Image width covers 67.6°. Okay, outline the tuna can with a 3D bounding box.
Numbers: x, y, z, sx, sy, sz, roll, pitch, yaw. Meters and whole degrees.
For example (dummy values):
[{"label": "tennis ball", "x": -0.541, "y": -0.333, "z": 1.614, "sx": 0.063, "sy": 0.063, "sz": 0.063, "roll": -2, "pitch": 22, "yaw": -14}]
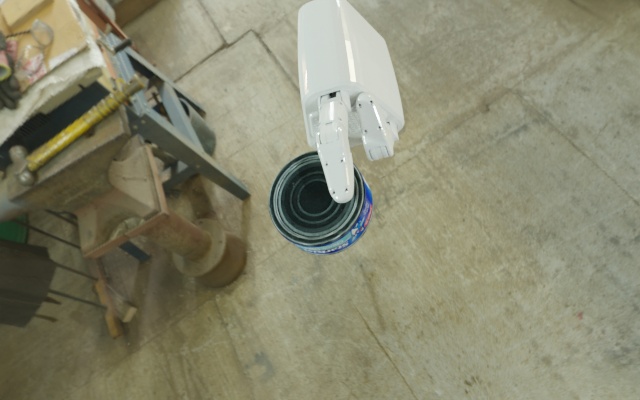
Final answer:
[{"label": "tuna can", "x": 0.000, "y": 0.001, "z": 0.405, "sx": 0.086, "sy": 0.086, "sz": 0.034, "roll": 0, "pitch": -18, "yaw": 18}]
